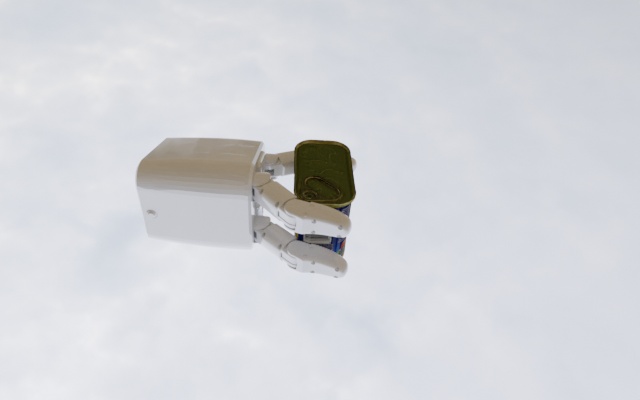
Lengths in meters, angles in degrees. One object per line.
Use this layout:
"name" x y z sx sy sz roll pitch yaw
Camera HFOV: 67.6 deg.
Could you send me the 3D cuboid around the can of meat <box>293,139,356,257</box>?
"can of meat" 0.000 0.002 0.483 0.057 0.084 0.102 2 40 -4
